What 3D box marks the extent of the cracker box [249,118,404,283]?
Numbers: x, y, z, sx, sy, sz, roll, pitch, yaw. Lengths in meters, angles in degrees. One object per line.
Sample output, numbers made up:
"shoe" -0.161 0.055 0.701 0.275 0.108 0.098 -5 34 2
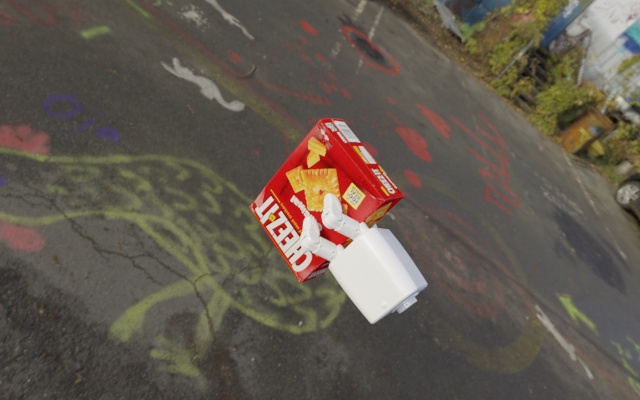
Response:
"cracker box" 0.000 0.002 0.756 0.072 0.164 0.214 -10 -32 -53
